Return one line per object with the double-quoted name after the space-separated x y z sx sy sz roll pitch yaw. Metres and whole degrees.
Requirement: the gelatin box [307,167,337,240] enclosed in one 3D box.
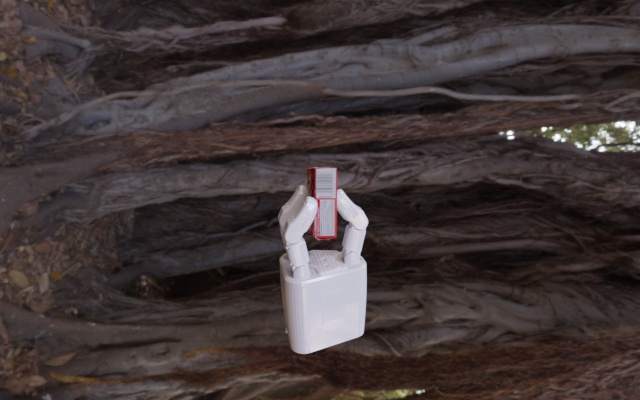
0.001 0.002 0.612 0.030 0.089 0.073 0 3 -9 "gelatin box"
